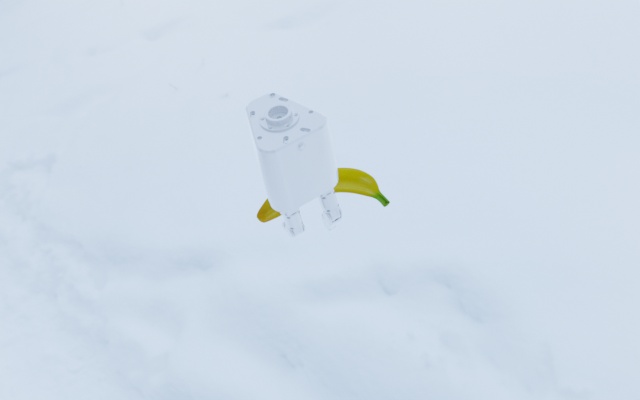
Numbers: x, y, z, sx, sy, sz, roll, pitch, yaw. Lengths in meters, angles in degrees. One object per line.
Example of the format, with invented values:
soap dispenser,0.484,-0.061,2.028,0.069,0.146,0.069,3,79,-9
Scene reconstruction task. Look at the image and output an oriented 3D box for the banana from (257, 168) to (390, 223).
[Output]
banana,0.000,-0.013,0.709,0.198,0.069,0.037,-8,-33,-4
